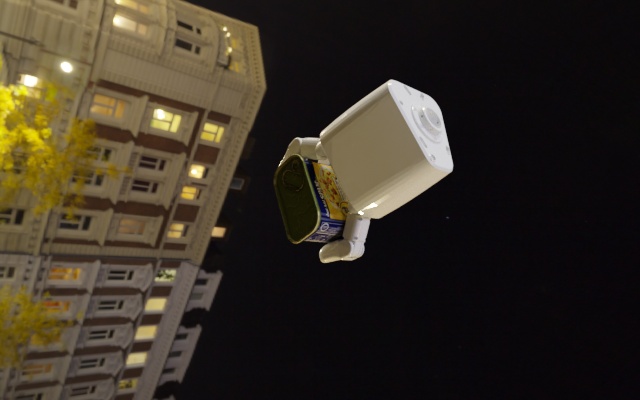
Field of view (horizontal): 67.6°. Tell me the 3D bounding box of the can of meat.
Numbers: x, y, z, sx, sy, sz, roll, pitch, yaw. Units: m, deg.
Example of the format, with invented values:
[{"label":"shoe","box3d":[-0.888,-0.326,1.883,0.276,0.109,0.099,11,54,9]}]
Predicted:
[{"label":"can of meat","box3d":[0.000,0.002,0.575,0.084,0.102,0.057,9,-37,-42]}]
